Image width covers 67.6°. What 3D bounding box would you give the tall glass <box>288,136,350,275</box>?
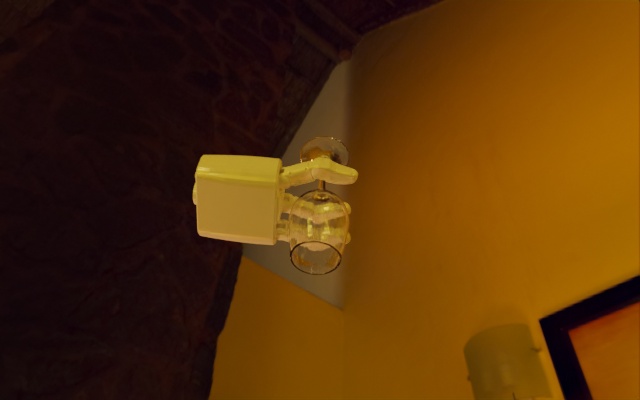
[{"bbox_3d":[0.000,0.002,0.640,0.079,0.079,0.200,0,43,4],"label":"tall glass"}]
